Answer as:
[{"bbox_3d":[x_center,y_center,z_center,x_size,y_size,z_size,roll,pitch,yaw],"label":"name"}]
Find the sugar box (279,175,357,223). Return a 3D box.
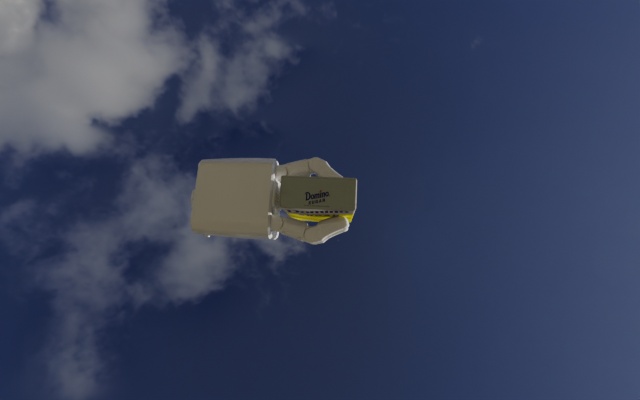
[{"bbox_3d":[0.000,0.003,0.648,0.093,0.048,0.176,2,-5,3],"label":"sugar box"}]
